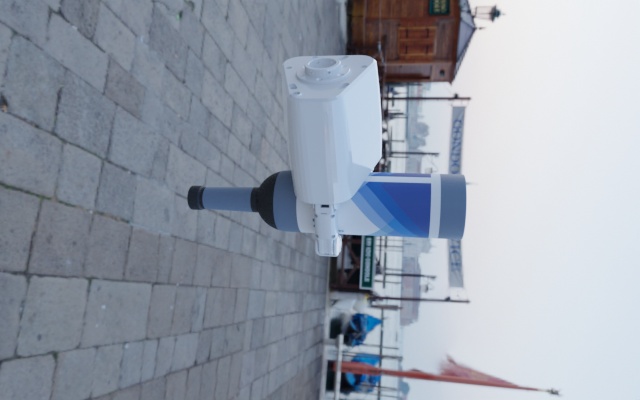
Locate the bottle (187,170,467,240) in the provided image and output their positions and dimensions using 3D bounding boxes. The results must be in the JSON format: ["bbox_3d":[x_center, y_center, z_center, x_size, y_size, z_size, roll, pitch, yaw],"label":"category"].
[{"bbox_3d":[0.000,0.002,0.512,0.296,0.069,0.069,2,0,10],"label":"bottle"}]
